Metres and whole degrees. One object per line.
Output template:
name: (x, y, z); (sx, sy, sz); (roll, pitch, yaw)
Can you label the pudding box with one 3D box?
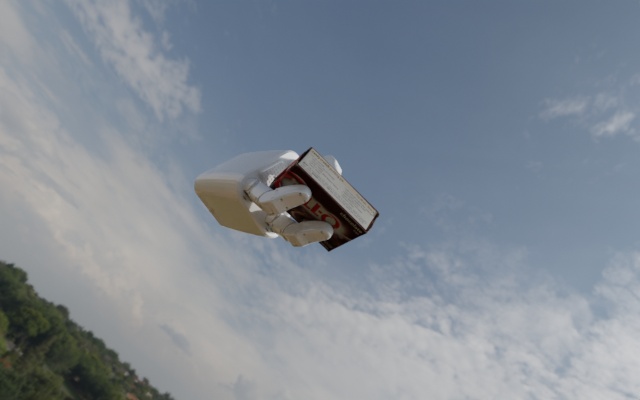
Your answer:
pudding box: (0.000, 0.002, 0.561); (0.113, 0.039, 0.090); (42, -32, -9)
